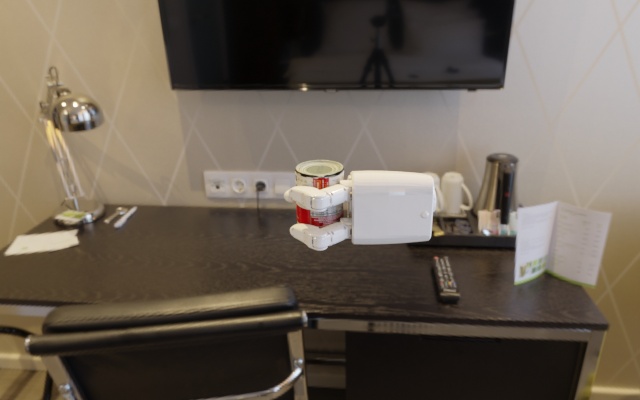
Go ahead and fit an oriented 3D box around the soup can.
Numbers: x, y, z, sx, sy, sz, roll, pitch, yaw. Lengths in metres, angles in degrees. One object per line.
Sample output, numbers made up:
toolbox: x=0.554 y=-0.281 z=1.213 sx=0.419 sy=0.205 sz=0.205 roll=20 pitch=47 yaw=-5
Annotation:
soup can: x=0.000 y=0.002 z=0.660 sx=0.068 sy=0.102 sz=0.068 roll=-1 pitch=23 yaw=1
